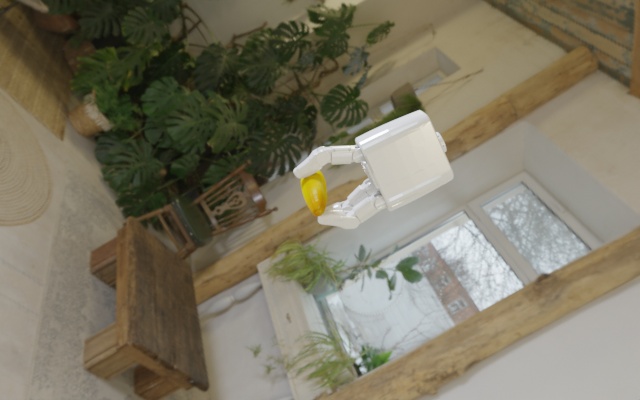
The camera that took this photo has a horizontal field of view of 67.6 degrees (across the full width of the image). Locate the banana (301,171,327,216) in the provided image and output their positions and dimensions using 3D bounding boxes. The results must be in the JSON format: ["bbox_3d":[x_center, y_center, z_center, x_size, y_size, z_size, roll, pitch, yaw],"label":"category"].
[{"bbox_3d":[-0.006,-0.015,0.729,0.037,0.069,0.198,-20,0,1],"label":"banana"}]
